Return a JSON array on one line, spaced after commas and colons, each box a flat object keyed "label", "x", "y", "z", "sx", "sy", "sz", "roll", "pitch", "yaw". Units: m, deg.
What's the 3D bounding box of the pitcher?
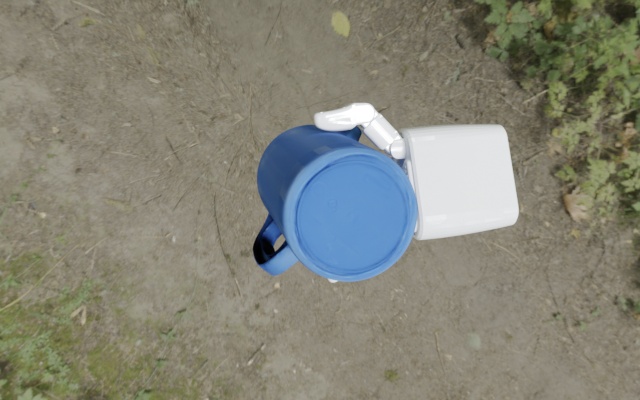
[{"label": "pitcher", "x": 0.000, "y": 0.001, "z": 0.479, "sx": 0.145, "sy": 0.149, "sz": 0.243, "roll": -5, "pitch": 11, "yaw": -8}]
